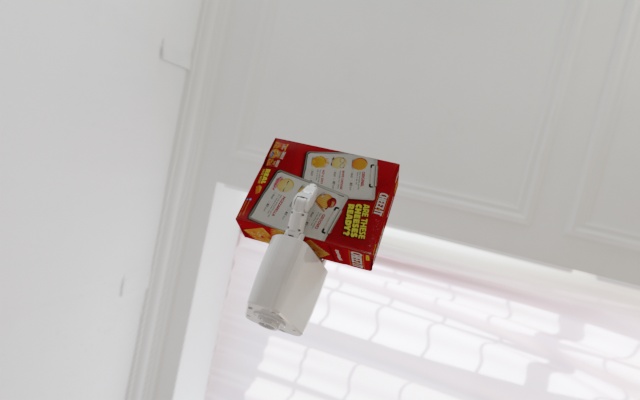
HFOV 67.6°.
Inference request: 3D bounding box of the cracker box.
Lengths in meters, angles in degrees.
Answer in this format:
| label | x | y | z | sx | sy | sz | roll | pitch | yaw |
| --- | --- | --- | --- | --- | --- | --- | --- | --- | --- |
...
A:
| label | x | y | z | sx | sy | sz | roll | pitch | yaw |
| --- | --- | --- | --- | --- | --- | --- | --- | --- | --- |
| cracker box | 0.000 | 0.002 | 0.750 | 0.213 | 0.164 | 0.072 | 14 | -29 | 15 |
